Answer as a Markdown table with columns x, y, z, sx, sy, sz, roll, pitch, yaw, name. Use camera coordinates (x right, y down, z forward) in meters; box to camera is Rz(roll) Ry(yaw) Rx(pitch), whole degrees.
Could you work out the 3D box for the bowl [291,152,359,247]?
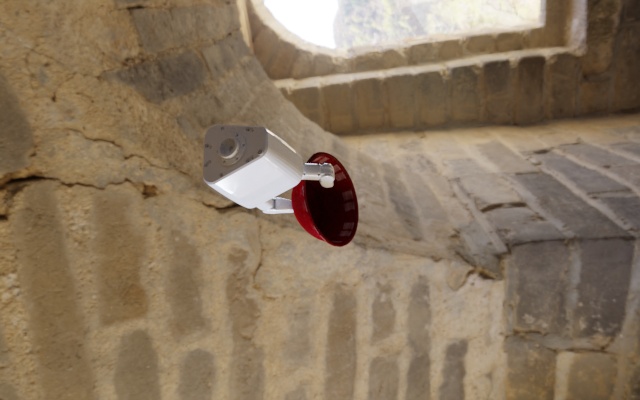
| x | y | z | sx | sy | sz | roll | pitch | yaw | name |
| --- | --- | --- | --- | --- | --- | --- | --- | --- | --- |
| 0.001 | 0.003 | 0.808 | 0.055 | 0.162 | 0.162 | -15 | -9 | 34 | bowl |
